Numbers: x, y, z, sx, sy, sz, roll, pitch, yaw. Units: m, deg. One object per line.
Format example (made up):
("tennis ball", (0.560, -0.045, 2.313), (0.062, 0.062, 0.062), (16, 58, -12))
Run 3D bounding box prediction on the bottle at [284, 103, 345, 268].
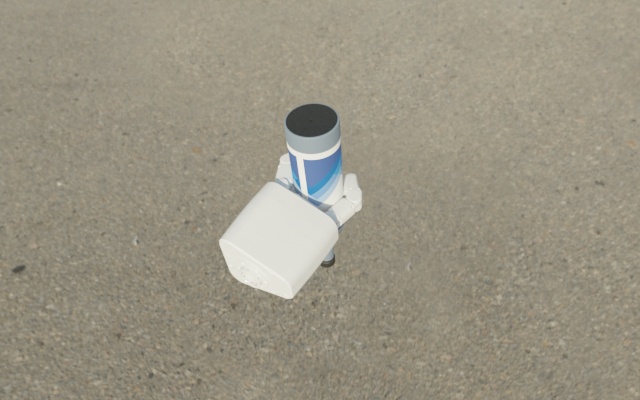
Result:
("bottle", (0.000, 0.002, 0.673), (0.069, 0.069, 0.296), (0, -41, 5))
